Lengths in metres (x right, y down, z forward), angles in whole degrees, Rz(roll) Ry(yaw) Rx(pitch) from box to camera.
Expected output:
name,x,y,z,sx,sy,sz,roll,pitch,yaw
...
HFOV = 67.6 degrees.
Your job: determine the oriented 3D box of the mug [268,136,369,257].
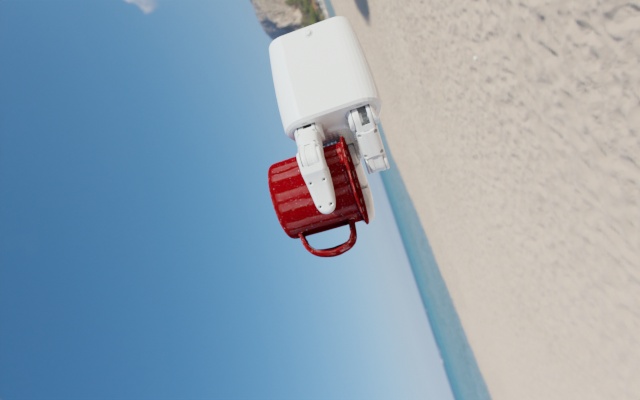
name,x,y,z,sx,sy,sz,roll,pitch,yaw
mug,0.000,0.003,0.481,0.081,0.117,0.093,-17,-21,8
